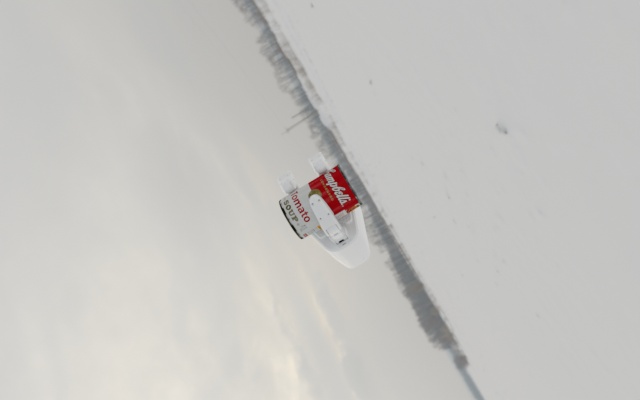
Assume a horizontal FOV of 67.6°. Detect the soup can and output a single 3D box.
[{"bbox_3d":[0.000,0.002,0.683,0.102,0.068,0.068,-31,-2,4],"label":"soup can"}]
